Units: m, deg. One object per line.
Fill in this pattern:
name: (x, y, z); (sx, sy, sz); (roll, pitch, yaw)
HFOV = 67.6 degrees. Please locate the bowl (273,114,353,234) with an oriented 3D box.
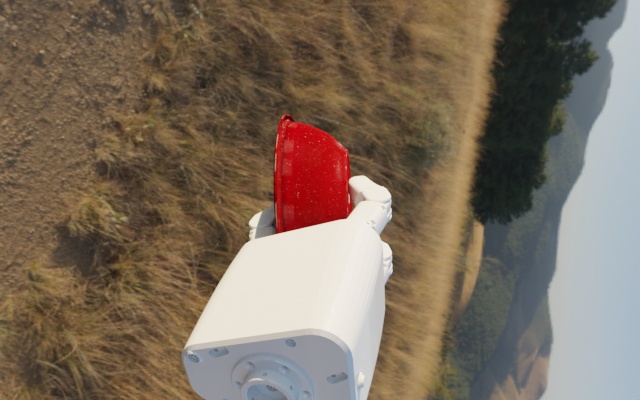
bowl: (0.001, 0.000, 0.435); (0.055, 0.162, 0.162); (-3, 0, 6)
